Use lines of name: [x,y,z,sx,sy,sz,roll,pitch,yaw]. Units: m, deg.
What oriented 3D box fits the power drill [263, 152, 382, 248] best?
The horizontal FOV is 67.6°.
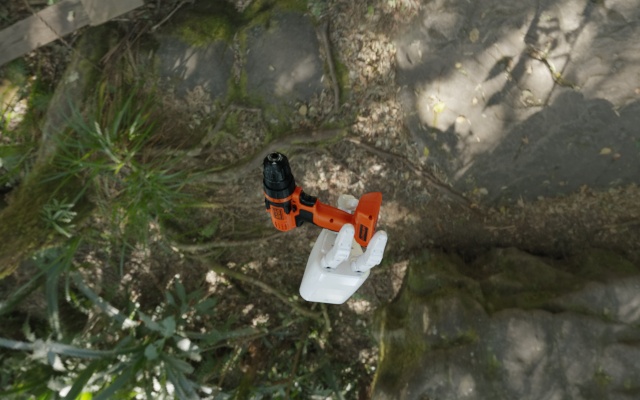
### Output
power drill: [0.001,0.003,0.760,0.187,0.057,0.185,15,-31,12]
